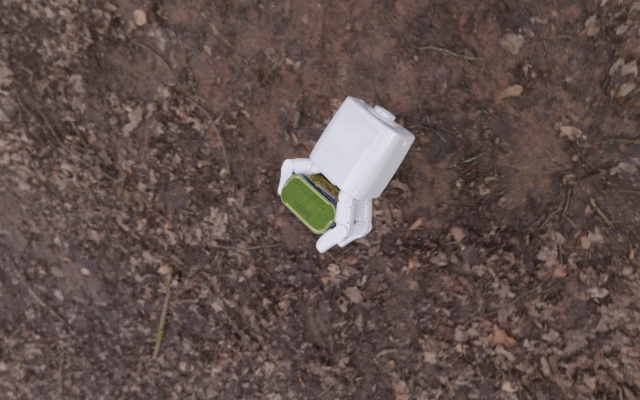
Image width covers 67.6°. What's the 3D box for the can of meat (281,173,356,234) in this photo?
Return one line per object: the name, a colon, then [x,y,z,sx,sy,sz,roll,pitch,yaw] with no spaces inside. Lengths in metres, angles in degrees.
can of meat: [0.000,0.002,0.719,0.102,0.057,0.084,42,21,20]
